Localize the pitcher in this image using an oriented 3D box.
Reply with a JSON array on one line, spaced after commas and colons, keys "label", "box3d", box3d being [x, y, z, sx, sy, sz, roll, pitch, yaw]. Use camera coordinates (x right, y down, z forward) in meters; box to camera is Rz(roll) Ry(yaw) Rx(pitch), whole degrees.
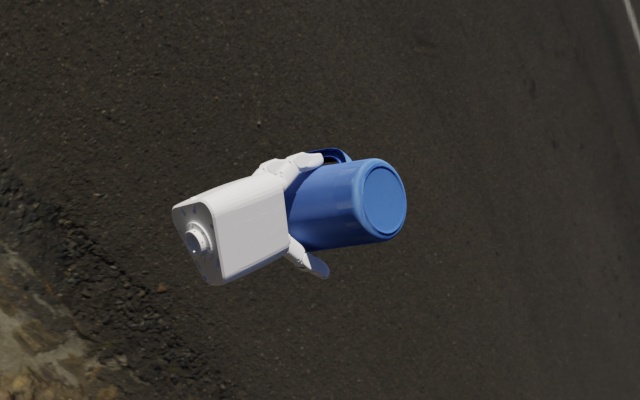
[{"label": "pitcher", "box3d": [0.000, 0.002, 0.691, 0.243, 0.149, 0.145, -9, 9, 45]}]
